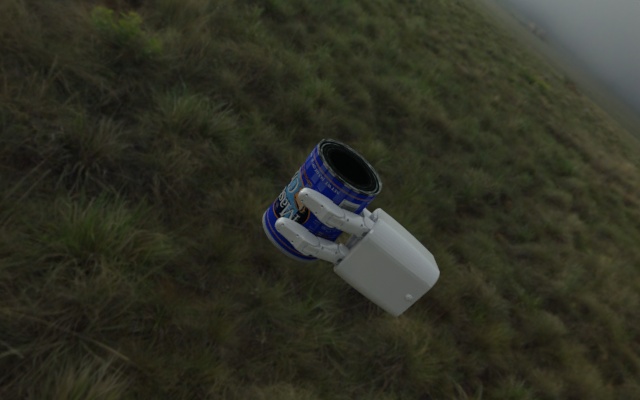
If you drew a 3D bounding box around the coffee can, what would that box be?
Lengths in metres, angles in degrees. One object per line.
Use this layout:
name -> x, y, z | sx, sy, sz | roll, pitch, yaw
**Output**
coffee can -> 0.000, 0.002, 0.649 | 0.103, 0.102, 0.140 | 0, -42, -49
